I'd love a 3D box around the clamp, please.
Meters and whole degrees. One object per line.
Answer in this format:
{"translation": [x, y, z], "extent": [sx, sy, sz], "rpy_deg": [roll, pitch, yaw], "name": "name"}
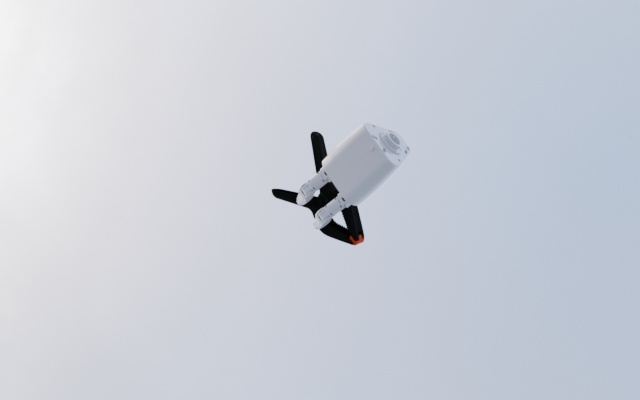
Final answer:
{"translation": [0.001, 0.003, 0.876], "extent": [0.036, 0.210, 0.165], "rpy_deg": [-16, -23, -51], "name": "clamp"}
